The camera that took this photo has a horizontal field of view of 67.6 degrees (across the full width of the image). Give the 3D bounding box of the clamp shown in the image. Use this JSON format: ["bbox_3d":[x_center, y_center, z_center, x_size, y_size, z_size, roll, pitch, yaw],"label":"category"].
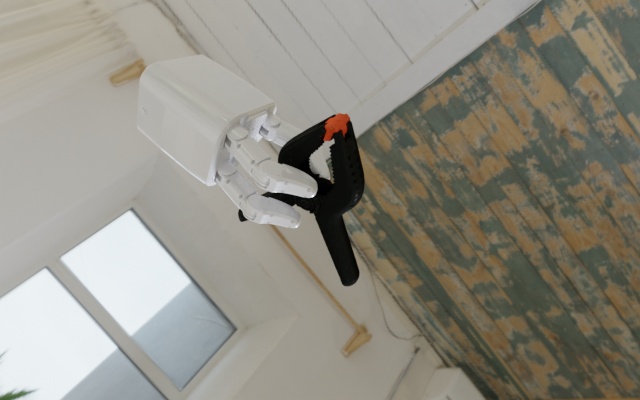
[{"bbox_3d":[0.000,0.001,0.504,0.164,0.210,0.036,34,48,5],"label":"clamp"}]
